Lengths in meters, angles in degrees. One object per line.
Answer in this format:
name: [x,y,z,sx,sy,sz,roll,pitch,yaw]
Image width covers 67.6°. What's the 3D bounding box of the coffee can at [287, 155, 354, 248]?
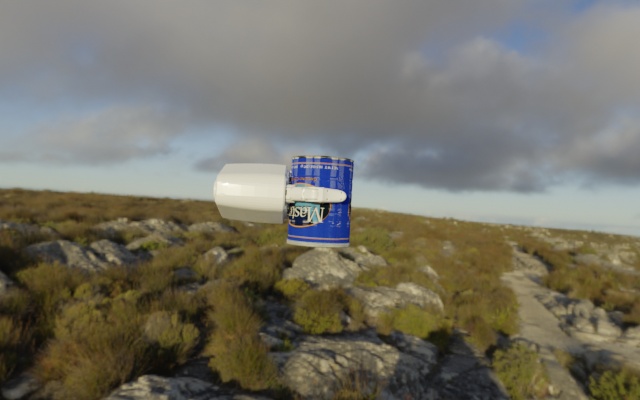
coffee can: [0.000,0.003,0.777,0.103,0.140,0.103,3,-1,0]
